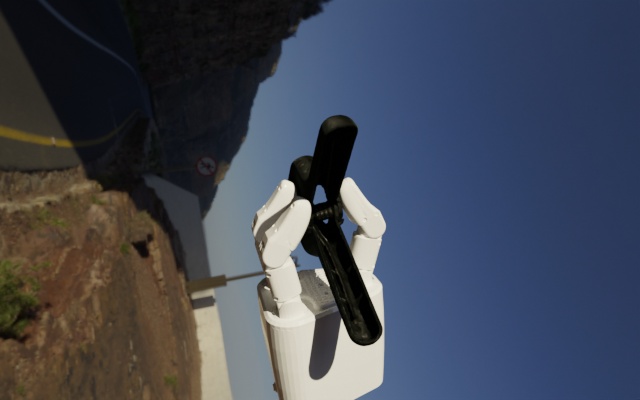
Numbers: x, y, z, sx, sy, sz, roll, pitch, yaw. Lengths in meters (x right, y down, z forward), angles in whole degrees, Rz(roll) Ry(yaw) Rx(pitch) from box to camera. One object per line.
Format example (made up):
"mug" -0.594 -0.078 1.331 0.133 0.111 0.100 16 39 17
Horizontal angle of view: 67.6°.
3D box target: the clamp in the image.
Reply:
"clamp" 0.001 0.001 0.410 0.036 0.165 0.210 -10 18 -13
